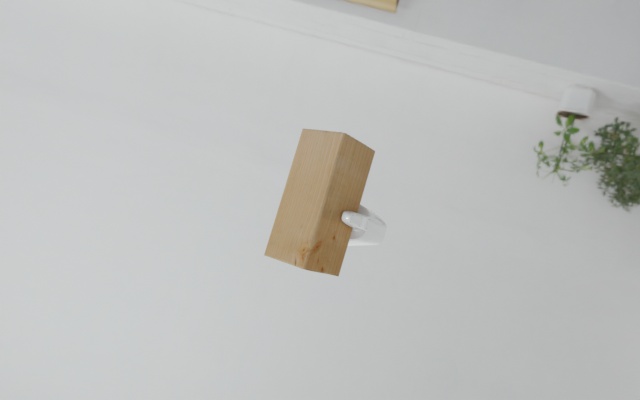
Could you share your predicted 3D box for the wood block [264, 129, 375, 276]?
[{"bbox_3d":[0.001,0.003,0.743,0.091,0.206,0.090,13,-6,40],"label":"wood block"}]
